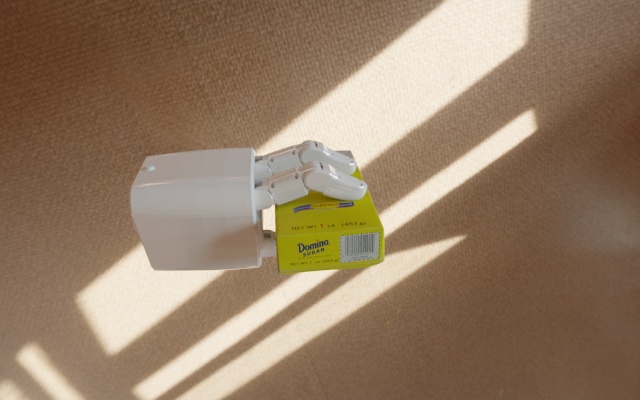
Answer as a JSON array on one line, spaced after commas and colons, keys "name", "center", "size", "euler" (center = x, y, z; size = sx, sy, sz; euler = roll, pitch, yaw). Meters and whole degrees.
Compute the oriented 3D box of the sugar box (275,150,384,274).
[{"name": "sugar box", "center": [0.000, 0.001, 0.475], "size": [0.093, 0.048, 0.176], "euler": [-4, 30, -5]}]
